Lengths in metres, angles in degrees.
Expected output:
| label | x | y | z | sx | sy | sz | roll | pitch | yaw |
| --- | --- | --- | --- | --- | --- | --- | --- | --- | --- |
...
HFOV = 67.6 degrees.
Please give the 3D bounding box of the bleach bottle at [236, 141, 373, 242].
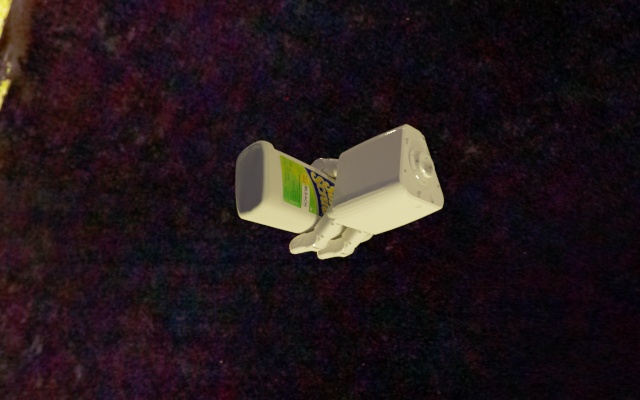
| label | x | y | z | sx | sy | sz | roll | pitch | yaw |
| --- | --- | --- | --- | --- | --- | --- | --- | --- | --- |
| bleach bottle | 0.000 | 0.002 | 0.678 | 0.068 | 0.102 | 0.251 | -24 | -29 | 39 |
